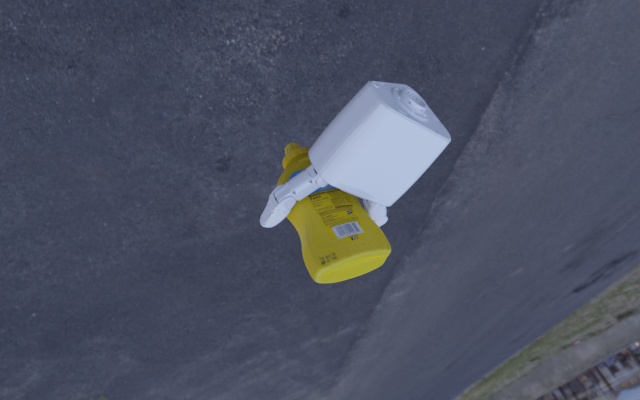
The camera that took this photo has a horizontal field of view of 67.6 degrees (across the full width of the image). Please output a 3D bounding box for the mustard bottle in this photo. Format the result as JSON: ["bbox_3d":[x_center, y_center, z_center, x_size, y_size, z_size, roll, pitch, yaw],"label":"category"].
[{"bbox_3d":[0.000,0.002,0.573,0.096,0.191,0.058,-12,-34,-24],"label":"mustard bottle"}]
